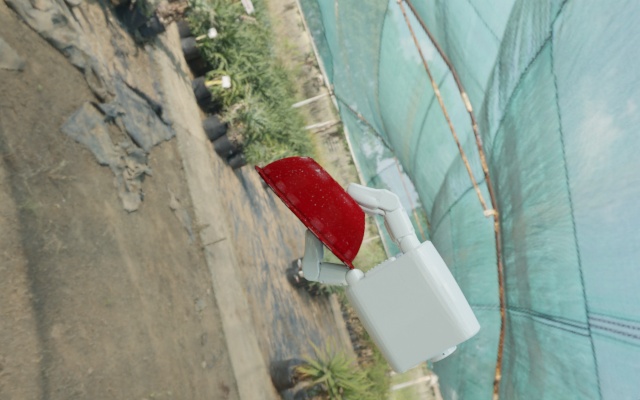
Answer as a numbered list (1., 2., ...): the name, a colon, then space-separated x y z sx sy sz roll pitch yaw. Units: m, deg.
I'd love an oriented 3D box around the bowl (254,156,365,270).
1. bowl: -0.001 0.001 0.542 0.055 0.162 0.162 -44 0 0
